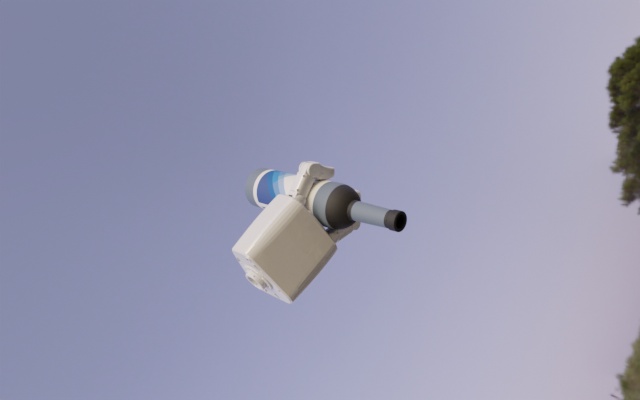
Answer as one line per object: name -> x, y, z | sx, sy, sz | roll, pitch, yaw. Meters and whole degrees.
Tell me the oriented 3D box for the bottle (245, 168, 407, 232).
bottle -> 0.000, 0.002, 0.705 | 0.069, 0.069, 0.295 | 0, 10, -44
